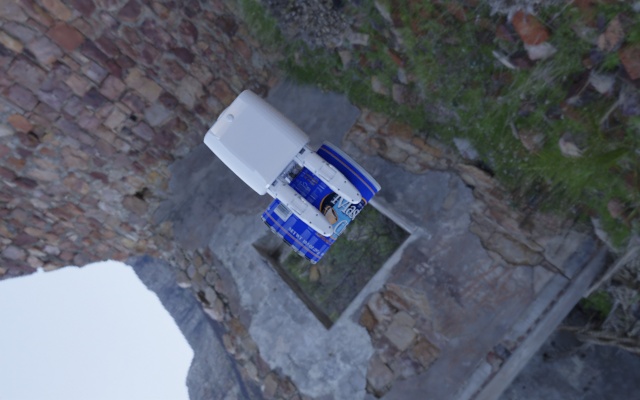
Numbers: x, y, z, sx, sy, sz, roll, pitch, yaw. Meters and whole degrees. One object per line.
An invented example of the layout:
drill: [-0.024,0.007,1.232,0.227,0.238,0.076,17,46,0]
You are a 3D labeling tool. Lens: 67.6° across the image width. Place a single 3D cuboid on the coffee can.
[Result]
coffee can: [0.000,0.002,0.665,0.103,0.140,0.103,41,-1,0]
